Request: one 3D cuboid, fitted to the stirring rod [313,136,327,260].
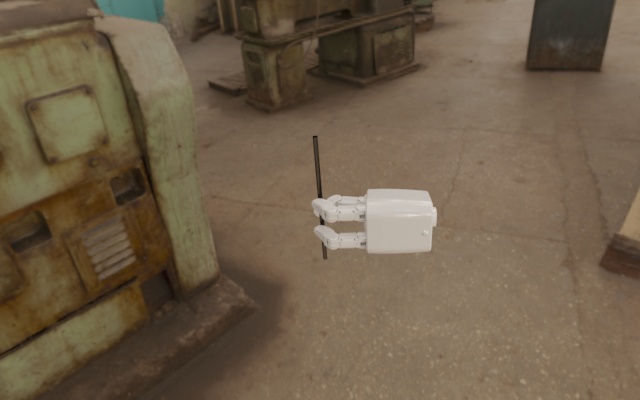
[{"bbox_3d":[0.000,0.003,0.812,0.011,0.240,0.011,-4,31,2],"label":"stirring rod"}]
